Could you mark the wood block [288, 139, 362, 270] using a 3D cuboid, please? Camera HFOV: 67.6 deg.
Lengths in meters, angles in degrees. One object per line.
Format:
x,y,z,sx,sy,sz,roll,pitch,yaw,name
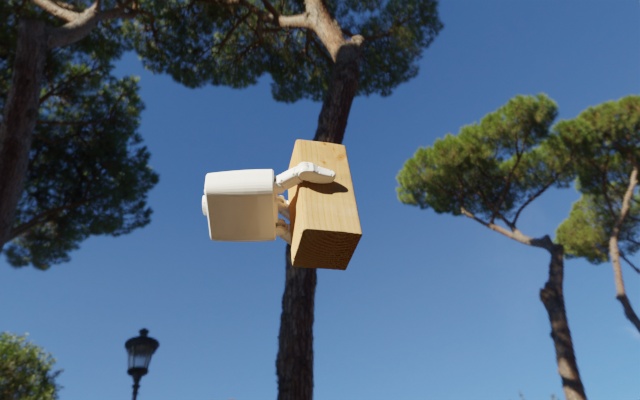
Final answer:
0.000,0.002,0.781,0.090,0.206,0.091,6,-46,-13,wood block
